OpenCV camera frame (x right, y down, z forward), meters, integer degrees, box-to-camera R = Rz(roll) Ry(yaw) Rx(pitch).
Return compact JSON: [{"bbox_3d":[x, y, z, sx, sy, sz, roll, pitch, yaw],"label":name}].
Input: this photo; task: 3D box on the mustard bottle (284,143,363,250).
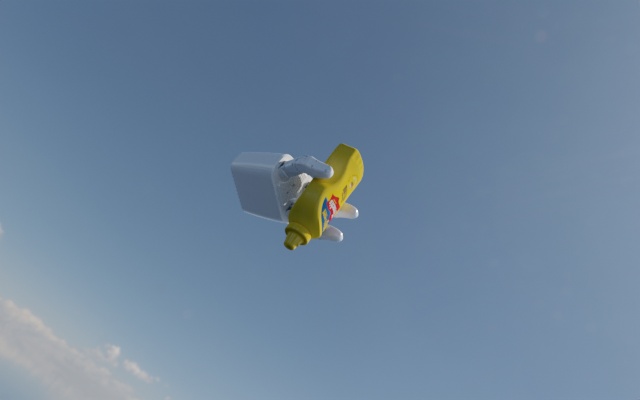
[{"bbox_3d":[0.001,0.002,0.758,0.058,0.191,0.096,26,-33,18],"label":"mustard bottle"}]
